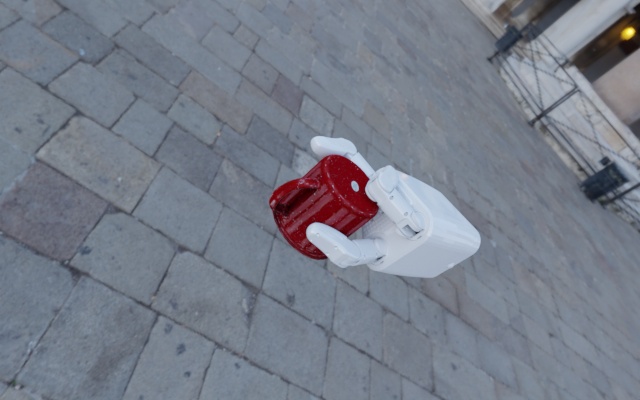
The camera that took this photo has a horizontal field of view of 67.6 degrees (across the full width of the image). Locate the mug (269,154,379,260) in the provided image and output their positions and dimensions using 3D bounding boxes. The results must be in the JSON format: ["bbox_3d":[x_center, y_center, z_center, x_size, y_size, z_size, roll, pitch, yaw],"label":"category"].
[{"bbox_3d":[-0.001,0.001,0.507,0.117,0.093,0.081,17,-46,-41],"label":"mug"}]
